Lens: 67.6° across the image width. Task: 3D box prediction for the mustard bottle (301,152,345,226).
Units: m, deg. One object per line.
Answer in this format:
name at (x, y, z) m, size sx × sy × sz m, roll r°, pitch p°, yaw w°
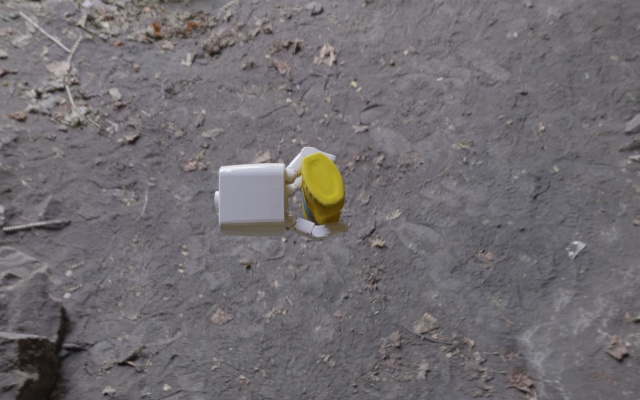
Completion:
mustard bottle at (0.000, 0.002, 0.810) m, size 0.058 × 0.096 × 0.192 m, roll -23°, pitch -20°, yaw -12°
